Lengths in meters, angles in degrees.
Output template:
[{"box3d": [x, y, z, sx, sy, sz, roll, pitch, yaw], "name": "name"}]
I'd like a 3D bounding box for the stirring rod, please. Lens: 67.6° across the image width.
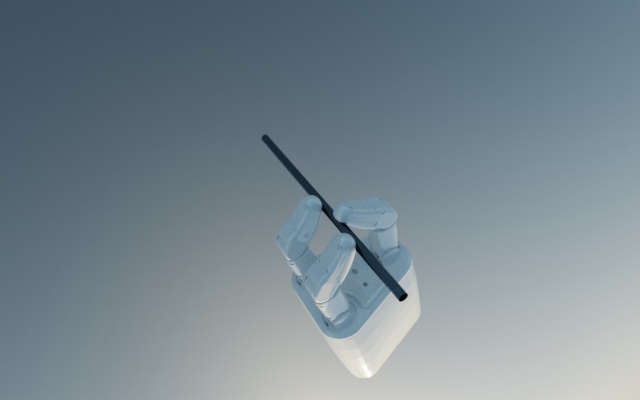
[{"box3d": [0.000, 0.001, 0.415, 0.011, 0.011, 0.239, 0, 34, -35], "name": "stirring rod"}]
